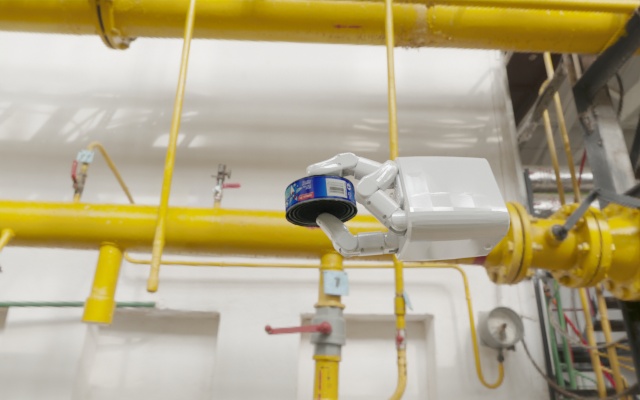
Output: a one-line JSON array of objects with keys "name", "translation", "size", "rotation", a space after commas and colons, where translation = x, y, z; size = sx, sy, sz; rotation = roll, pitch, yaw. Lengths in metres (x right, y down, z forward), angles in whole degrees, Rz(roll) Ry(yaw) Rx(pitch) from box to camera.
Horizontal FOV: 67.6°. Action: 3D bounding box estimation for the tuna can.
[{"name": "tuna can", "translation": [0.000, 0.001, 0.567], "size": [0.086, 0.033, 0.086], "rotation": [-4, -23, -2]}]
